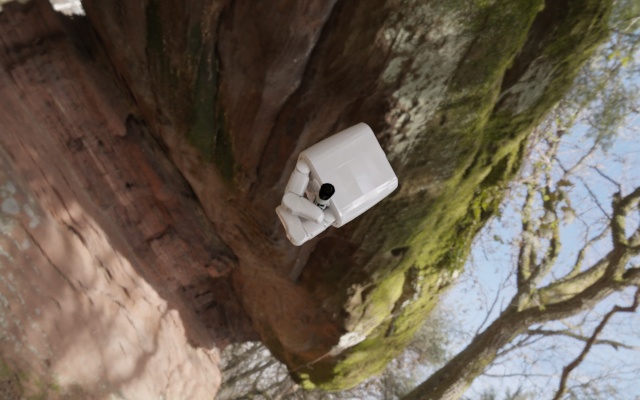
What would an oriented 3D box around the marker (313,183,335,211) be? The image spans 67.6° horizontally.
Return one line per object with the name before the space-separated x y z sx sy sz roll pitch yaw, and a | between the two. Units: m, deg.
marker | 0.000 0.002 0.634 0.020 0.020 0.121 0 -17 -10
